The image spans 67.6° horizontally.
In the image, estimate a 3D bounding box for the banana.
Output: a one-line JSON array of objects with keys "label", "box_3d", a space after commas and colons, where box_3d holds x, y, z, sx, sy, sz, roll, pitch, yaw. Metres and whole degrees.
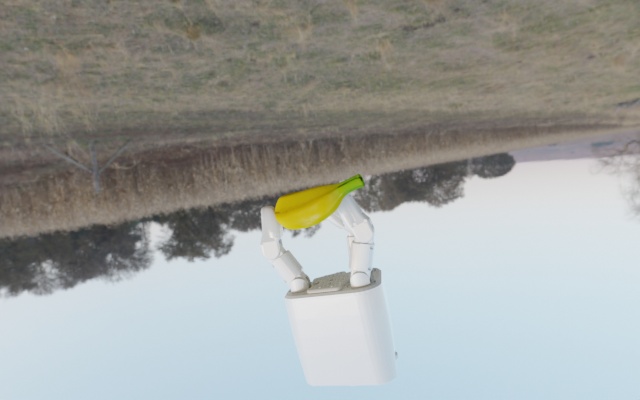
[{"label": "banana", "box_3d": [-0.016, 0.007, 0.504, 0.069, 0.037, 0.198, -17, 3, -17]}]
